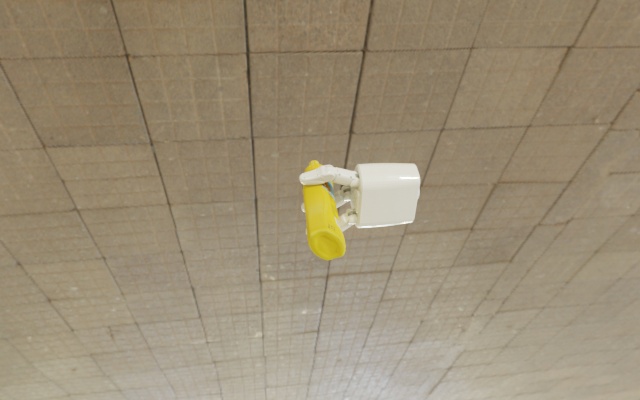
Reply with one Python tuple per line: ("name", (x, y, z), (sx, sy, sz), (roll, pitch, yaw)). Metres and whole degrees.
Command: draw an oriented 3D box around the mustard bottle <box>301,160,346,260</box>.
("mustard bottle", (0.000, 0.003, 0.844), (0.058, 0.191, 0.096), (-18, -39, 12))
